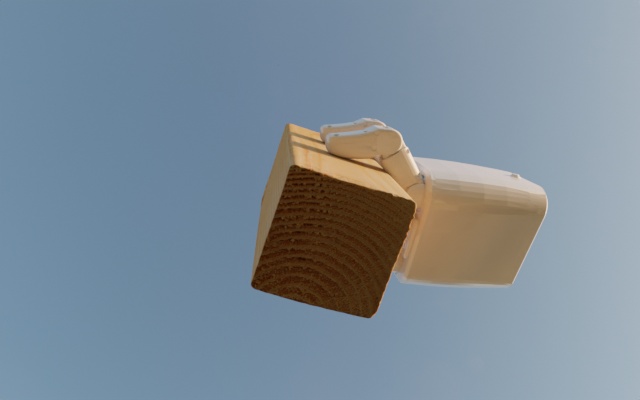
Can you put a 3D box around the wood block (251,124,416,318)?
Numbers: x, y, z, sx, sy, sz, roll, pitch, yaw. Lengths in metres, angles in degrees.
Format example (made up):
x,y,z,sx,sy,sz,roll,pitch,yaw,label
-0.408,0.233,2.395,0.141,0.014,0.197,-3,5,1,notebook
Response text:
x,y,z,sx,sy,sz,roll,pitch,yaw,label
0.000,0.002,0.408,0.090,0.091,0.206,16,14,-9,wood block
